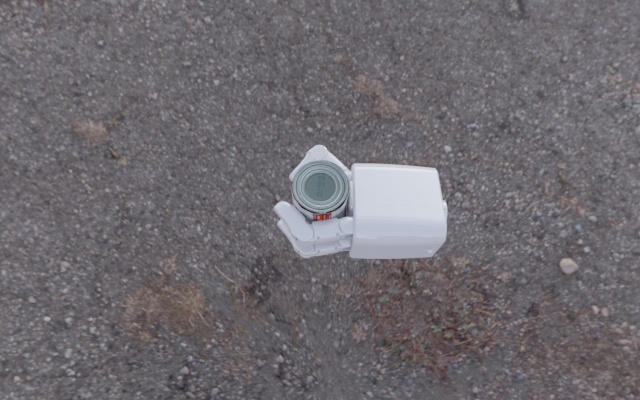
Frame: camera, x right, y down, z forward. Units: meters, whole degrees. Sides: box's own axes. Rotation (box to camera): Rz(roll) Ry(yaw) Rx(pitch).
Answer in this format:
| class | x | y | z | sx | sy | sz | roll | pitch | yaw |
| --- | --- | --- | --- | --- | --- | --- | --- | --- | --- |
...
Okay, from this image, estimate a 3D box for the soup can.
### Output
| class | x | y | z | sx | sy | sz | roll | pitch | yaw |
| --- | --- | --- | --- | --- | --- | --- | --- | --- | --- |
| soup can | 0.000 | 0.002 | 0.585 | 0.068 | 0.068 | 0.102 | 0 | -21 | 0 |
